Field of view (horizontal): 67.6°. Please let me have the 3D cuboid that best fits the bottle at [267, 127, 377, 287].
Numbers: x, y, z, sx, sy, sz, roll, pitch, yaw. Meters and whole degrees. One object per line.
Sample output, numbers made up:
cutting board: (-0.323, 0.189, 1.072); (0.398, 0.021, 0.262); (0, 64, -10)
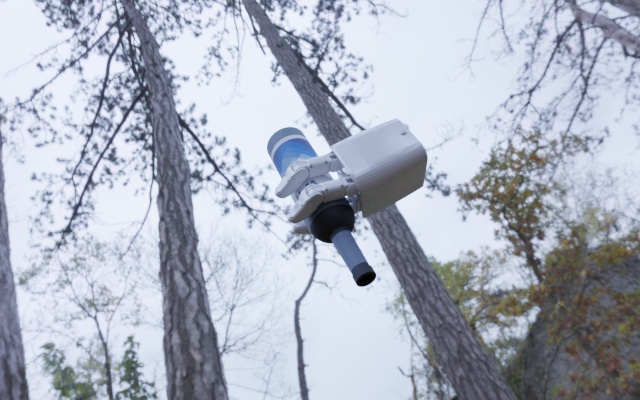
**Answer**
bottle: (0.000, 0.002, 0.674); (0.069, 0.069, 0.295); (0, 40, -29)
